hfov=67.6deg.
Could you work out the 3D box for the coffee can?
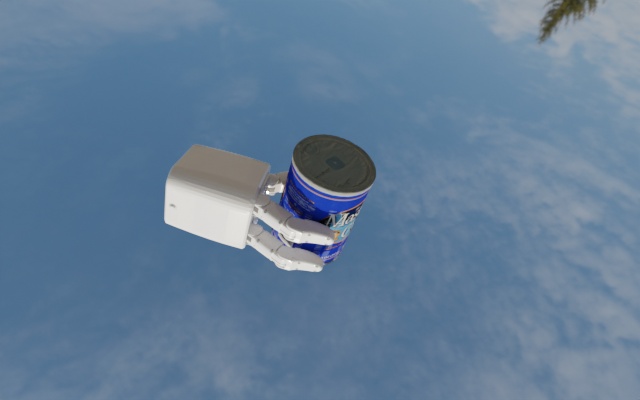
[{"bbox_3d":[0.000,0.002,0.611,0.103,0.102,0.140,0,-43,-20],"label":"coffee can"}]
